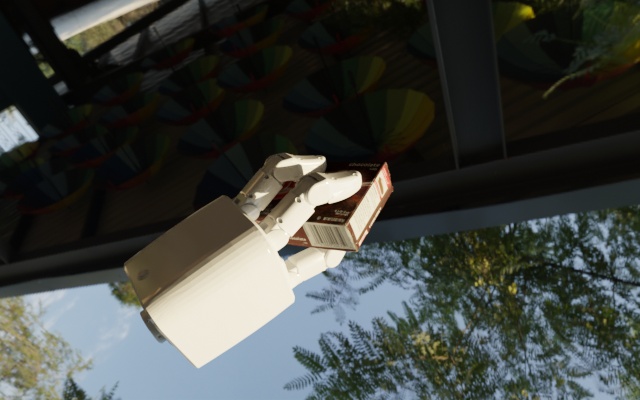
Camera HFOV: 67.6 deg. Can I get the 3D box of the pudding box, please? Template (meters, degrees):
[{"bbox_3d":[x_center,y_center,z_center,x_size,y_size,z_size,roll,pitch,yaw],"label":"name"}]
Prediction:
[{"bbox_3d":[0.000,0.002,0.454,0.113,0.039,0.090,6,43,32],"label":"pudding box"}]
